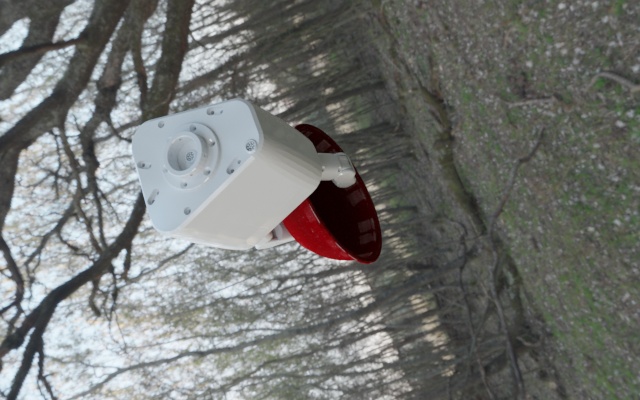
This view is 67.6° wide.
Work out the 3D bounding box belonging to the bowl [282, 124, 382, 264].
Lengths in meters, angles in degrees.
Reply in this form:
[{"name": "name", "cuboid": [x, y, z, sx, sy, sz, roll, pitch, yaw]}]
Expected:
[{"name": "bowl", "cuboid": [0.000, 0.002, 0.507, 0.055, 0.162, 0.162, -29, -13, 24]}]
